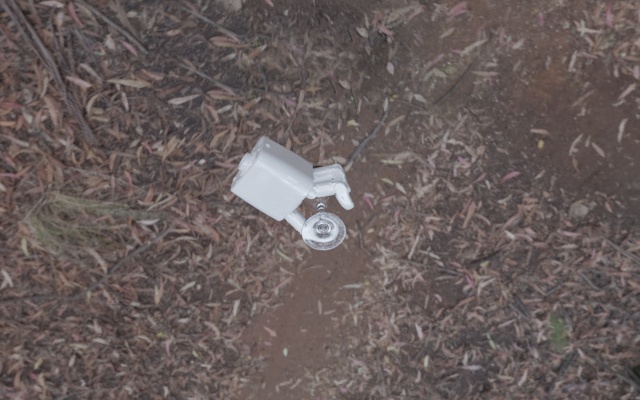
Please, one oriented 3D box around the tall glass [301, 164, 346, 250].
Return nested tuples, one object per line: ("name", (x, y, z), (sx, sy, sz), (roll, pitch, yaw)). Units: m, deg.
("tall glass", (0.000, 0.003, 0.875), (0.079, 0.079, 0.201), (0, 29, -3))
